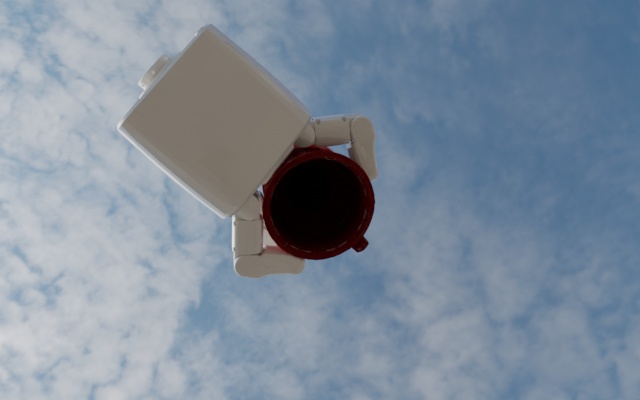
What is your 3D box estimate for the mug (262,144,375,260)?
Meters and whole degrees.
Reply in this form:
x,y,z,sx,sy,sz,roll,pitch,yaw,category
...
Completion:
x,y,z,sx,sy,sz,roll,pitch,yaw,category
0.001,0.002,0.427,0.117,0.093,0.081,42,5,-21,mug
